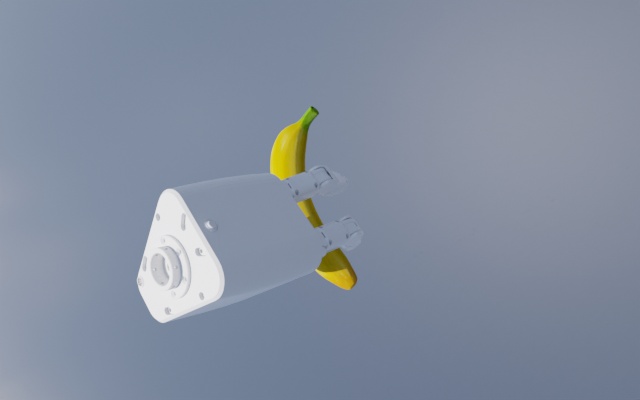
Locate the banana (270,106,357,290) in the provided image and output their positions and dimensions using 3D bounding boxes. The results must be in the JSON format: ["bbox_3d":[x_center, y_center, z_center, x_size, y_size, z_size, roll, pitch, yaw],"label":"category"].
[{"bbox_3d":[-0.015,0.003,0.511,0.069,0.198,0.037,-17,-6,36],"label":"banana"}]
